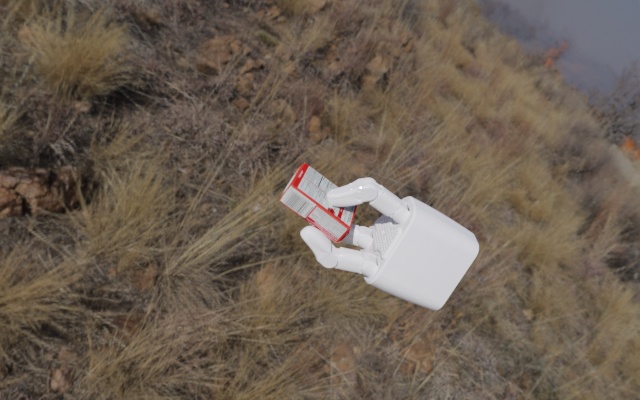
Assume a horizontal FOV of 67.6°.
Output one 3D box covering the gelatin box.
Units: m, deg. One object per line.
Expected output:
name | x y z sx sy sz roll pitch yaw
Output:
gelatin box | 0.000 0.001 0.579 0.089 0.030 0.073 37 27 -8
